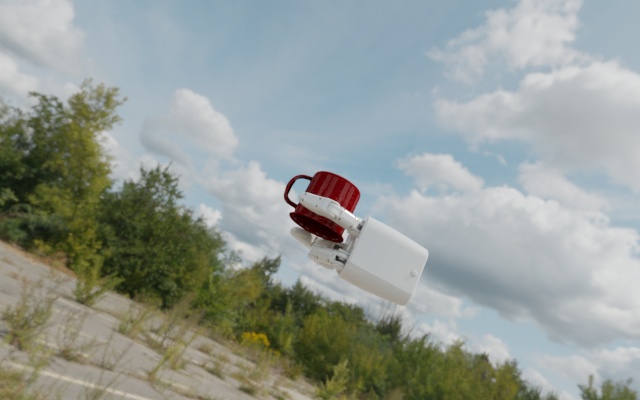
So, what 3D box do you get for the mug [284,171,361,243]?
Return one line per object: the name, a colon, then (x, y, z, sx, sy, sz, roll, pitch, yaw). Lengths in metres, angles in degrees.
mug: (-0.001, 0.002, 0.738, 0.117, 0.081, 0.093, 28, -17, -4)
